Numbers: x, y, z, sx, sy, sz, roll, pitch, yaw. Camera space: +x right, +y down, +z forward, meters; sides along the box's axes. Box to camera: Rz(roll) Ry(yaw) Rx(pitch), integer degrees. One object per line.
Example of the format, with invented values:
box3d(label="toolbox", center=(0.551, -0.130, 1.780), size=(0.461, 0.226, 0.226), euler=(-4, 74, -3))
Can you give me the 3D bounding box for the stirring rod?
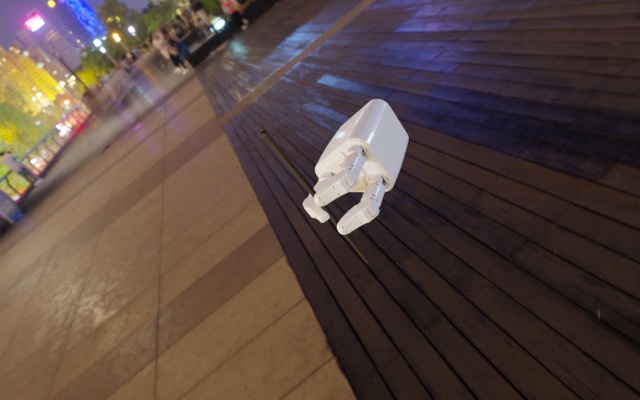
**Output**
box3d(label="stirring rod", center=(0.000, 0.002, 0.622), size=(0.011, 0.011, 0.240), euler=(0, -44, 51))
